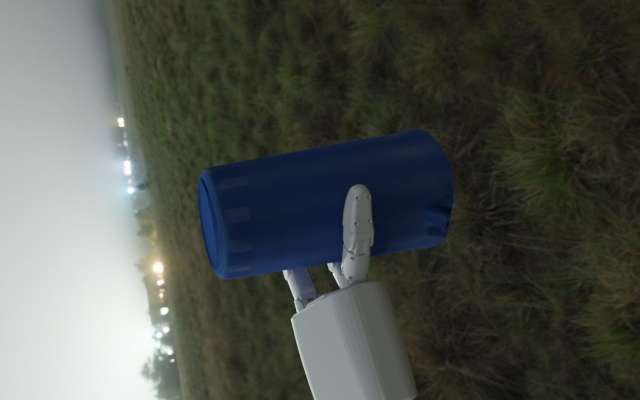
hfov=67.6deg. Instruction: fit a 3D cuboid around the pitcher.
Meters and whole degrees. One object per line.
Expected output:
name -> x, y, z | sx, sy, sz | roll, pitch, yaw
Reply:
pitcher -> 0.000, 0.002, 0.502 | 0.243, 0.145, 0.149 | -9, -20, -21
